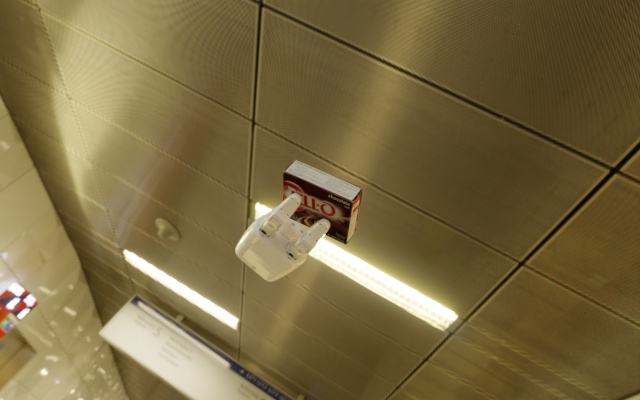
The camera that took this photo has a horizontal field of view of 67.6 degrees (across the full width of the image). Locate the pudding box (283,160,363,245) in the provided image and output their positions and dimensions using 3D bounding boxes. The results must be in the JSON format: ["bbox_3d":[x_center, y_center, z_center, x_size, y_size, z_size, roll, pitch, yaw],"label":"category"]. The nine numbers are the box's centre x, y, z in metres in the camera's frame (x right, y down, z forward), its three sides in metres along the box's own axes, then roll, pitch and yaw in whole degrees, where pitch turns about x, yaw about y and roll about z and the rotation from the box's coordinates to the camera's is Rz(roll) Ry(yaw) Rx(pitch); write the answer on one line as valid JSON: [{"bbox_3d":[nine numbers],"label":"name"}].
[{"bbox_3d":[0.000,0.002,0.685,0.113,0.090,0.039,22,49,16],"label":"pudding box"}]
